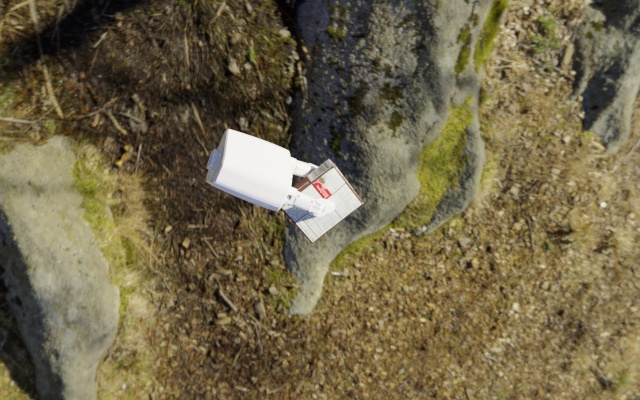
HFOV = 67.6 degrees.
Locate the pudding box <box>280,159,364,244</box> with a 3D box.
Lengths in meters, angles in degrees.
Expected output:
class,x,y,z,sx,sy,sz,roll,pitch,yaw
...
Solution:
class,x,y,z,sx,sy,sz,roll,pitch,yaw
pudding box,0.000,0.003,0.786,0.113,0.090,0.039,-37,26,4
